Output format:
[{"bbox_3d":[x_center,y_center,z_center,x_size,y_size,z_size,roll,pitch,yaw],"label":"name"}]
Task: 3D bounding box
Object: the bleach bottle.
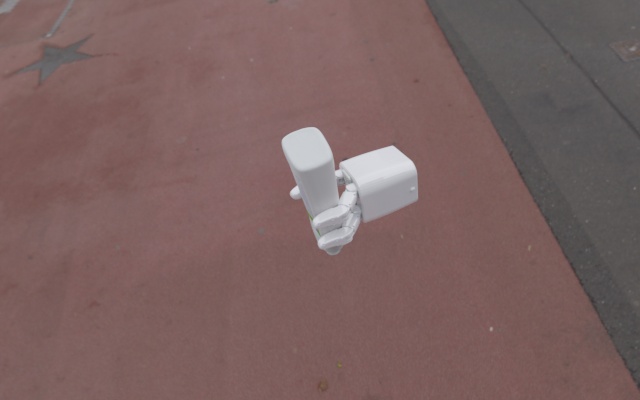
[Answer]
[{"bbox_3d":[0.000,0.003,0.824,0.068,0.251,0.102,-21,46,-6],"label":"bleach bottle"}]
